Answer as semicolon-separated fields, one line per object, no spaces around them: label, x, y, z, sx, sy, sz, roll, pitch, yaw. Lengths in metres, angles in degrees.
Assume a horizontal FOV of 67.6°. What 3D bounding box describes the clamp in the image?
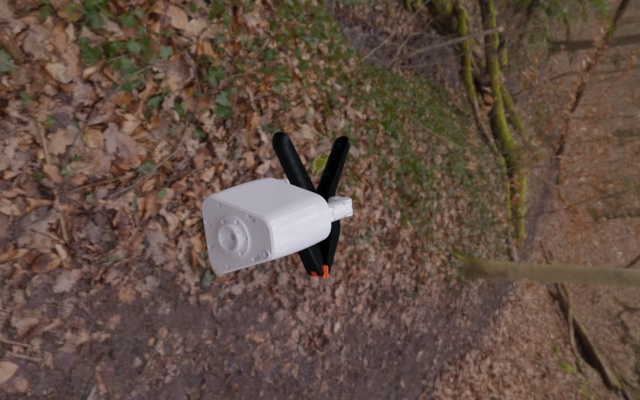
clamp;0.001;0.003;0.677;0.036;0.210;0.164;1;12;36
